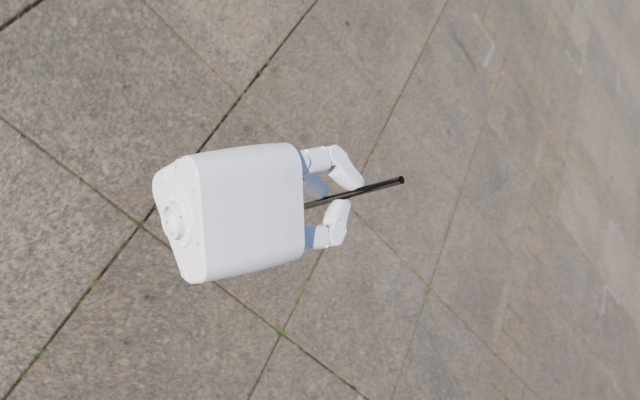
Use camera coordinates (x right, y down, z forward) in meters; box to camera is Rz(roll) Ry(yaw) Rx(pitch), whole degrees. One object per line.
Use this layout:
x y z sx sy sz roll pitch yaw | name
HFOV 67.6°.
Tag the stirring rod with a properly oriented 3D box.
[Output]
0.000 0.002 0.540 0.011 0.011 0.239 0 -10 -40 | stirring rod
